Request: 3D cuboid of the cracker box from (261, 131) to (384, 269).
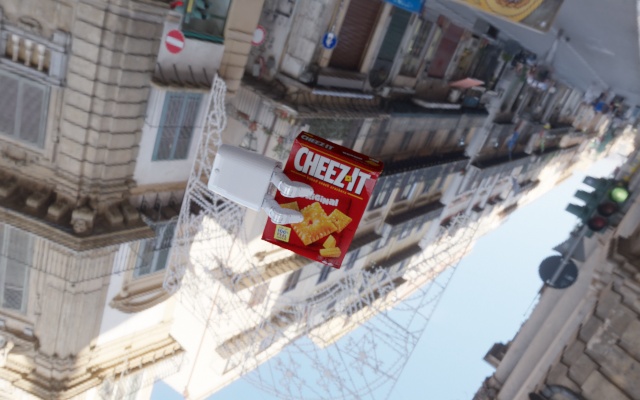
[{"bbox_3d":[0.000,0.003,0.885,0.164,0.214,0.072,22,22,2],"label":"cracker box"}]
